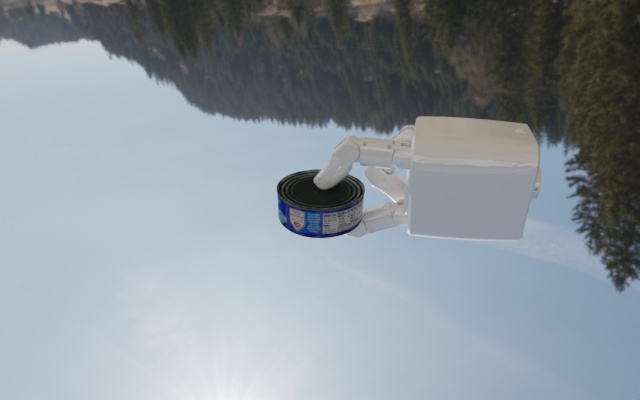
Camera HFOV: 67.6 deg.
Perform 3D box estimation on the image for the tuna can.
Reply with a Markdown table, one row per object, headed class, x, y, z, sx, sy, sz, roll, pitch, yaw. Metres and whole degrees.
| class | x | y | z | sx | sy | sz | roll | pitch | yaw |
| --- | --- | --- | --- | --- | --- | --- | --- | --- | --- |
| tuna can | 0.000 | 0.002 | 0.470 | 0.086 | 0.034 | 0.086 | 0 | 28 | 0 |
